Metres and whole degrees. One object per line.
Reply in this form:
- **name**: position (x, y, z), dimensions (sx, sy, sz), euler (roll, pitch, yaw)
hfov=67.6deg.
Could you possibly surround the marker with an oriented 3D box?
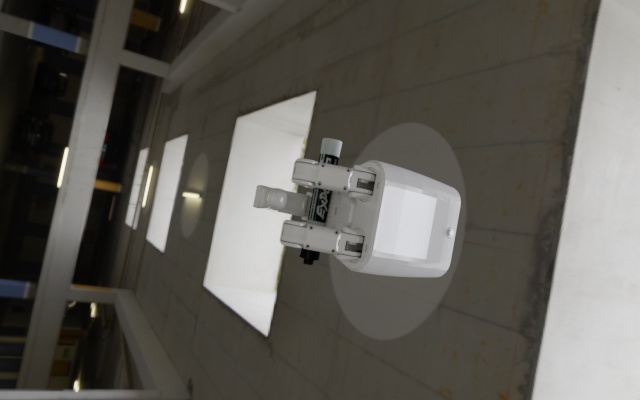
- **marker**: position (0.000, 0.001, 0.455), dimensions (0.020, 0.121, 0.020), euler (11, -1, 0)
